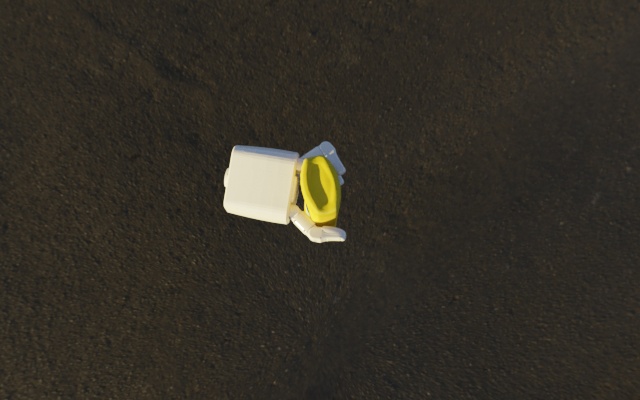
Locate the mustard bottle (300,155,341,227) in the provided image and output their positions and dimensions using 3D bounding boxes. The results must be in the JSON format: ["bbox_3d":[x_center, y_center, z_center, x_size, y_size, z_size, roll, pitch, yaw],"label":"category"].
[{"bbox_3d":[0.000,0.003,0.793,0.058,0.096,0.192,-14,-16,-4],"label":"mustard bottle"}]
